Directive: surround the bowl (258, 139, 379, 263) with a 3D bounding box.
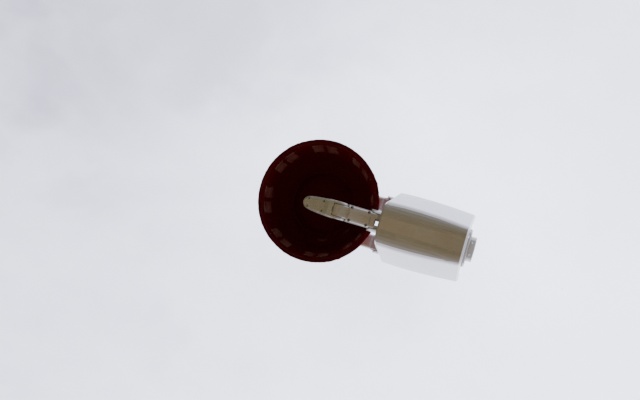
[{"bbox_3d":[-0.001,0.001,0.646,0.162,0.162,0.055,0,-5,10],"label":"bowl"}]
